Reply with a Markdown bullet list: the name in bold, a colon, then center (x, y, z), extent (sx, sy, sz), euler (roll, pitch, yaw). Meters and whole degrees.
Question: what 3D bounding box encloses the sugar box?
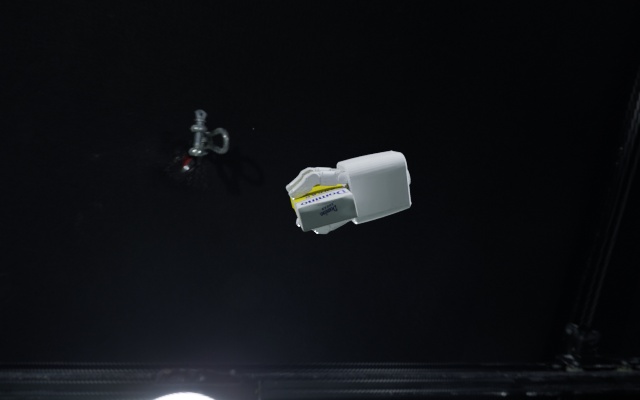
- **sugar box**: center (0.000, 0.002, 0.829), extent (0.093, 0.048, 0.176), euler (-15, 10, -6)
